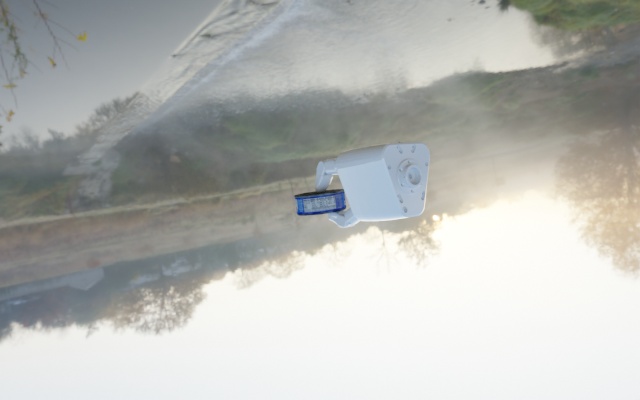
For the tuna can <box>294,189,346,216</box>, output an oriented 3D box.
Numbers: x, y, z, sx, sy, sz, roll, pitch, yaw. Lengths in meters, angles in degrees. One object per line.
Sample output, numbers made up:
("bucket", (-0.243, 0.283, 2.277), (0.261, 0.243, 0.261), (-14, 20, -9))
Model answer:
("tuna can", (0.000, 0.003, 0.801), (0.086, 0.034, 0.086), (-7, 5, 1))
